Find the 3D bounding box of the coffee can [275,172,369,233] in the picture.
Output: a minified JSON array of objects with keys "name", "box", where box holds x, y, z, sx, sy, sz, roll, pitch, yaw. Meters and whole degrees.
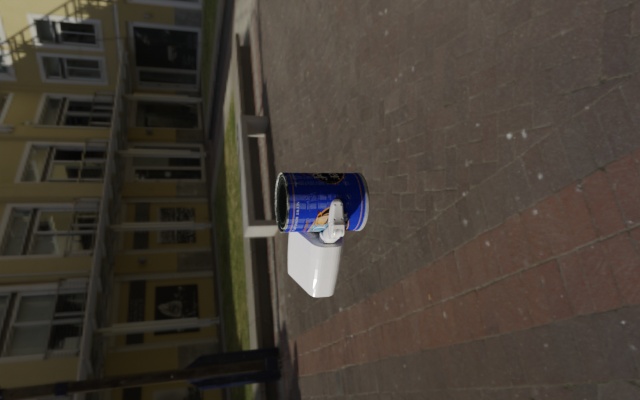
[{"name":"coffee can","box":[0.000,0.003,0.819,0.140,0.103,0.103,-1,0,-17]}]
